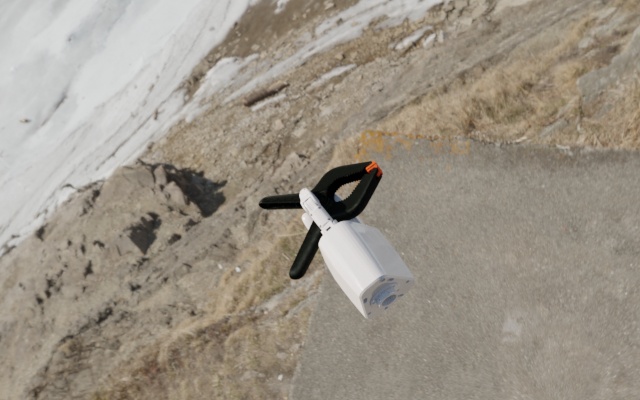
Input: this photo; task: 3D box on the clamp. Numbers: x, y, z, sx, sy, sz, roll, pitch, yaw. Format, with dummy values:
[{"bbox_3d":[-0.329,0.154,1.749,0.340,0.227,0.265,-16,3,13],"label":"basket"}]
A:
[{"bbox_3d":[0.000,0.002,0.752,0.164,0.210,0.036,53,6,37],"label":"clamp"}]
